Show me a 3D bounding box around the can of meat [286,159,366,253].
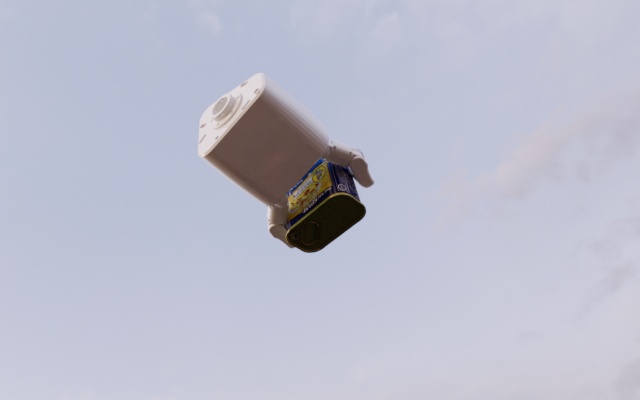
[{"bbox_3d":[0.000,0.002,0.601,0.102,0.083,0.057,-39,-52,23],"label":"can of meat"}]
